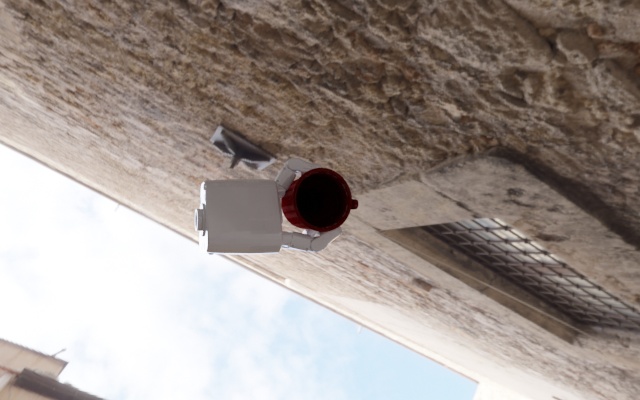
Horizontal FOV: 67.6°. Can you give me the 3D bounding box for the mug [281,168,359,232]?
[{"bbox_3d":[0.001,0.002,0.728,0.117,0.093,0.081,2,-5,-21],"label":"mug"}]
